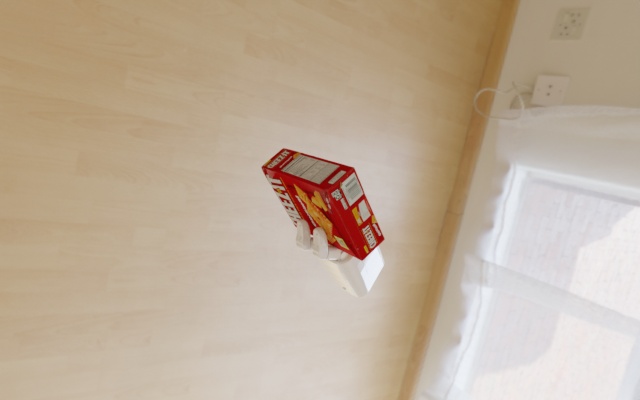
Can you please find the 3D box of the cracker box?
[{"bbox_3d":[0.000,0.003,0.875,0.072,0.164,0.213,-41,35,-21],"label":"cracker box"}]
